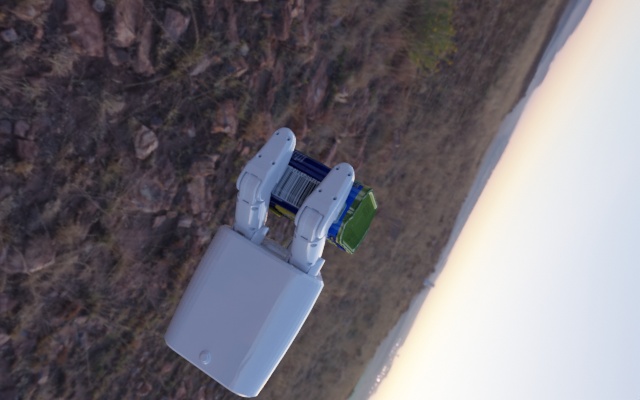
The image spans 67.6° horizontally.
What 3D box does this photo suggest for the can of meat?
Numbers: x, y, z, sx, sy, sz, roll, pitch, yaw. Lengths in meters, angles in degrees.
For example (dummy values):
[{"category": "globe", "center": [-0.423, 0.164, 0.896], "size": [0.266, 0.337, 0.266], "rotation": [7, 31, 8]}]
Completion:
[{"category": "can of meat", "center": [0.000, 0.001, 0.418], "size": [0.084, 0.057, 0.102], "rotation": [29, -6, 16]}]
